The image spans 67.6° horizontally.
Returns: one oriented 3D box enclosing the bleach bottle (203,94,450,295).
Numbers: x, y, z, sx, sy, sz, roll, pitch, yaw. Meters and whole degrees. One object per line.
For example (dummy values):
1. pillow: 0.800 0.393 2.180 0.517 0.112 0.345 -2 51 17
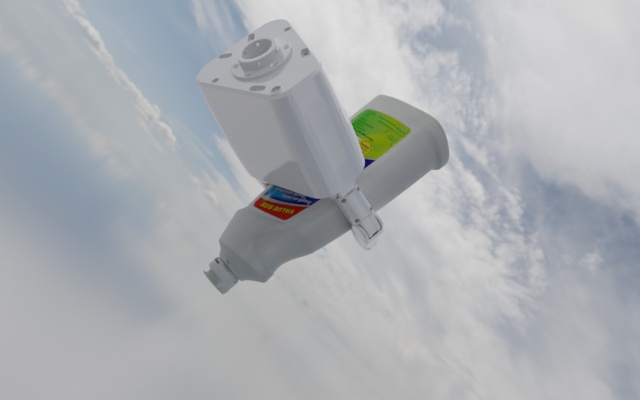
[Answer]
1. bleach bottle: 0.000 0.001 0.460 0.251 0.068 0.102 -40 47 -12
